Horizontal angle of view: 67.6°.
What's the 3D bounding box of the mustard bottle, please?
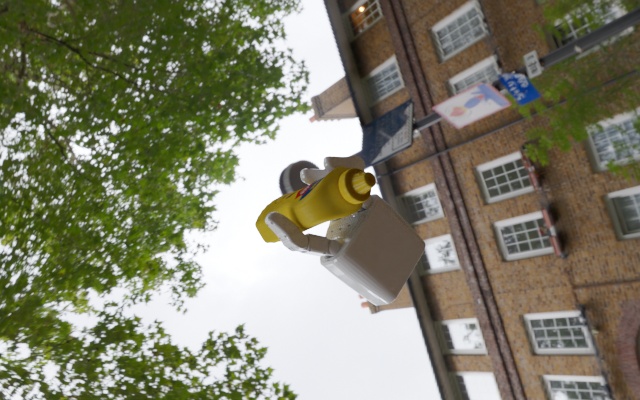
[{"bbox_3d":[0.000,0.002,0.603,0.096,0.058,0.192,-33,6,-39],"label":"mustard bottle"}]
